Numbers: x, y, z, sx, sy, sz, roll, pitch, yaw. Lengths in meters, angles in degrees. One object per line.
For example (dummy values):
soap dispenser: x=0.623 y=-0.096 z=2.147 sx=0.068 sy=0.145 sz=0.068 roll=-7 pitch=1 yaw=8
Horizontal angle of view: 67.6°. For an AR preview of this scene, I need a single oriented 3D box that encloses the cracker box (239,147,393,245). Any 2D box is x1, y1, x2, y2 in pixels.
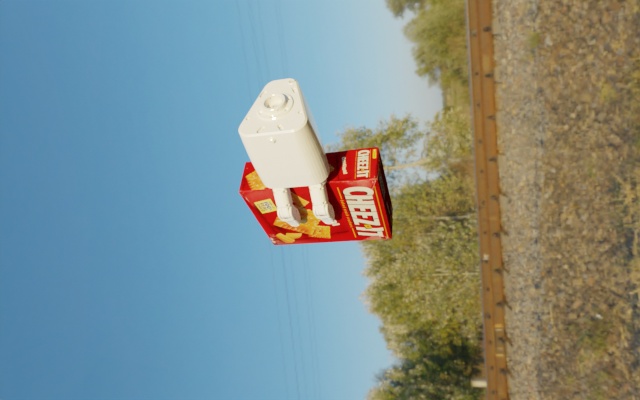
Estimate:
cracker box: x=0.000 y=0.002 z=0.770 sx=0.214 sy=0.072 sz=0.164 roll=-4 pitch=-37 yaw=15
